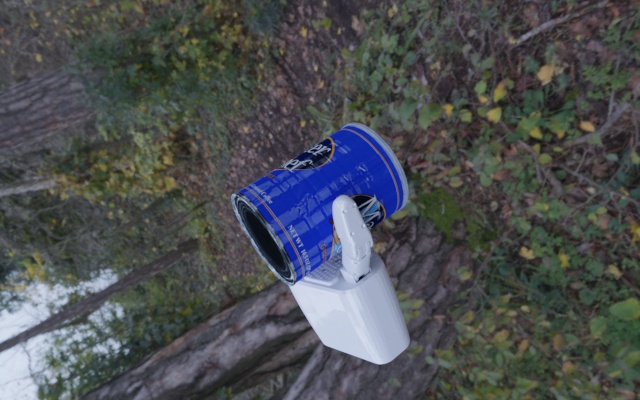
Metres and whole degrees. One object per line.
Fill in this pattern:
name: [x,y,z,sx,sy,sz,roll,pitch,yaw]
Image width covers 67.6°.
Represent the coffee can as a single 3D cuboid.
coffee can: [0.000,0.001,0.467,0.140,0.103,0.103,-33,12,-20]
